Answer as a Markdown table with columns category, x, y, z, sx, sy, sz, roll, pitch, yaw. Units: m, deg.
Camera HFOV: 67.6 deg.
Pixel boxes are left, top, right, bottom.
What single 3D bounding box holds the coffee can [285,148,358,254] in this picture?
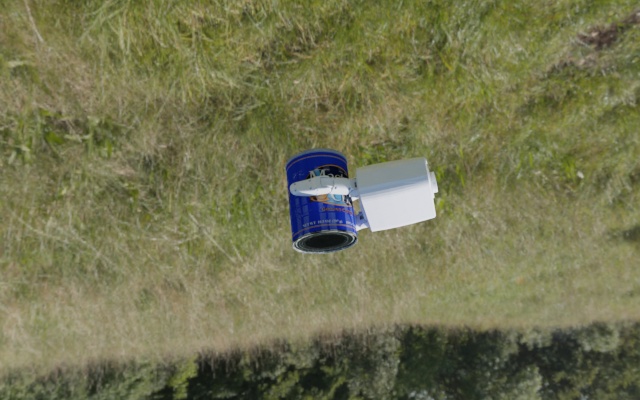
| category | x | y | z | sx | sy | sz | roll | pitch | yaw |
| --- | --- | --- | --- | --- | --- | --- | --- | --- | --- |
| coffee can | 0.000 | 0.002 | 0.760 | 0.103 | 0.140 | 0.103 | -5 | -24 | -2 |
